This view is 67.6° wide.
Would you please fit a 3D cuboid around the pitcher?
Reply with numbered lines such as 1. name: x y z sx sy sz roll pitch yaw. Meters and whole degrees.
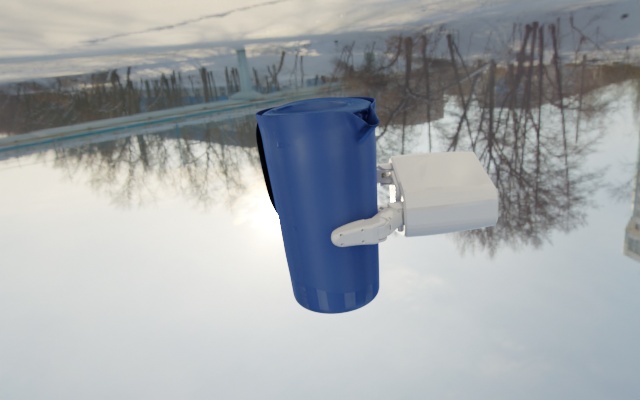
1. pitcher: 0.000 0.002 0.568 0.145 0.243 0.149 -6 17 0
